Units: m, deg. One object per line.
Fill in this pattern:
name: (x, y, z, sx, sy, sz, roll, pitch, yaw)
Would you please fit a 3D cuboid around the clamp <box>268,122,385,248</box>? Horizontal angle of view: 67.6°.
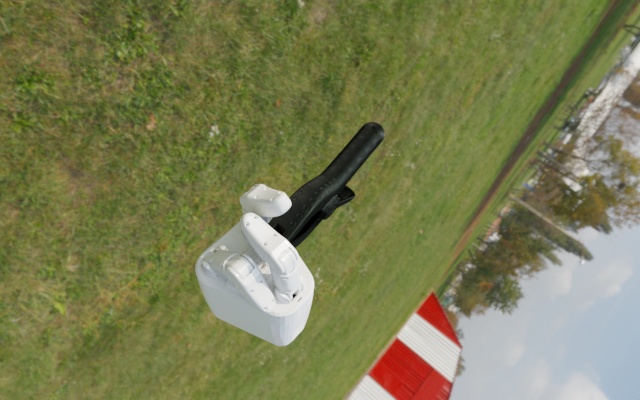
clamp: (0.000, 0.002, 0.493, 0.039, 0.171, 0.120, 37, -29, 19)
